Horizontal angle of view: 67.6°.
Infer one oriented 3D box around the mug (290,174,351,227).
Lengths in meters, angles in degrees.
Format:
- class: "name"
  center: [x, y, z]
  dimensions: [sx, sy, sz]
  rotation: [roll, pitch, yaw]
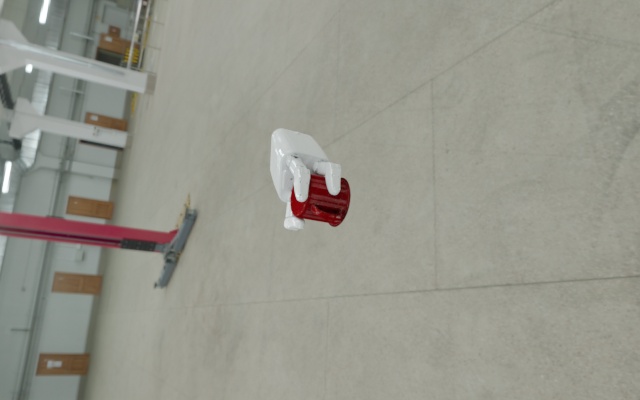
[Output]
- class: "mug"
  center: [0.000, 0.004, 0.855]
  dimensions: [0.081, 0.093, 0.117]
  rotation: [11, 28, -26]
